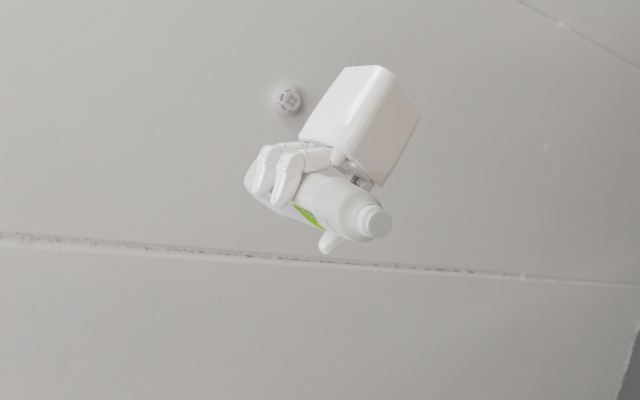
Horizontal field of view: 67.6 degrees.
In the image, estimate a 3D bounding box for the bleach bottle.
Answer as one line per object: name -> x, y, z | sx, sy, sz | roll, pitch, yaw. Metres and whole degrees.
bleach bottle -> 0.000, 0.002, 0.554 | 0.103, 0.068, 0.250 | 36, -7, -31
